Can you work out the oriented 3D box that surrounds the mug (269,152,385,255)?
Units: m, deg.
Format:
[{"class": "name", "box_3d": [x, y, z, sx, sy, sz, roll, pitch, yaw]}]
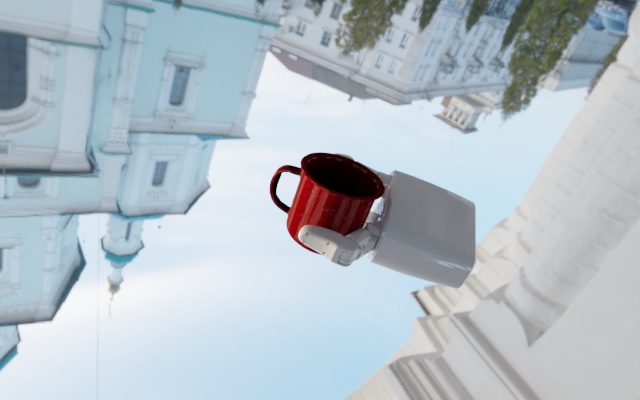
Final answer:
[{"class": "mug", "box_3d": [-0.001, 0.001, 0.516, 0.117, 0.081, 0.093, 20, 29, -2]}]
